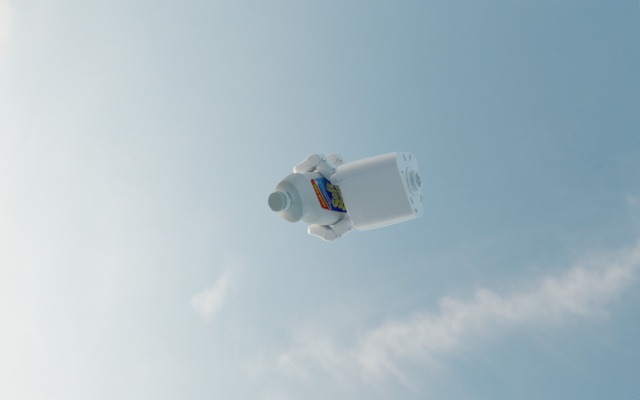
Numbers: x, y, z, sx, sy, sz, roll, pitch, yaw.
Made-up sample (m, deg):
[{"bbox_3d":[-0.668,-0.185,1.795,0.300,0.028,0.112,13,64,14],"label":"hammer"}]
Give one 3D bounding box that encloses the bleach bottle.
[{"bbox_3d":[0.000,0.003,0.801,0.068,0.102,0.251,-15,-4,31],"label":"bleach bottle"}]
